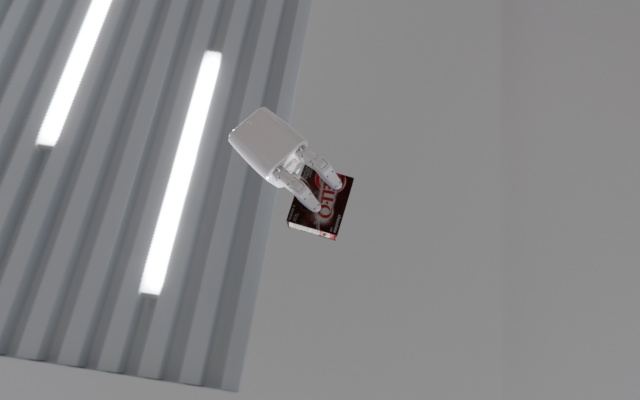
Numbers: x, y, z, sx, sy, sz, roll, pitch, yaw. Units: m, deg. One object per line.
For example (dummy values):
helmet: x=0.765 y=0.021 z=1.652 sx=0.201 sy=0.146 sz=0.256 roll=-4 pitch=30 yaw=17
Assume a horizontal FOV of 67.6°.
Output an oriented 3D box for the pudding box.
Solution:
pudding box: x=0.000 y=0.003 z=0.820 sx=0.090 sy=0.113 sz=0.039 roll=15 pitch=-19 yaw=4
